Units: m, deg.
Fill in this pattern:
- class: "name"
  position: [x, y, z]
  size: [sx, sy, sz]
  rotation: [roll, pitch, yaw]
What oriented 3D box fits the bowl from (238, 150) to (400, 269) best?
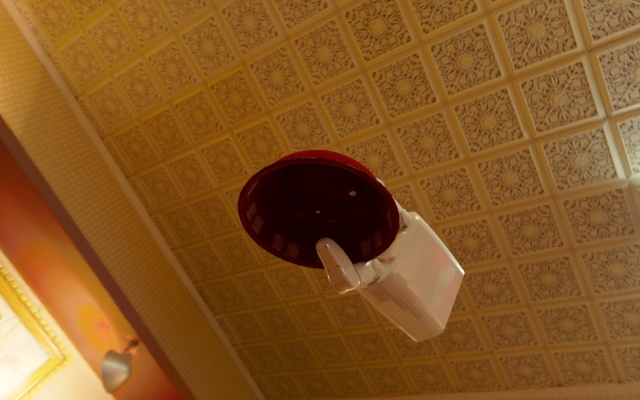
- class: "bowl"
  position: [-0.001, 0.000, 0.490]
  size: [0.162, 0.055, 0.162]
  rotation: [5, -43, 4]
